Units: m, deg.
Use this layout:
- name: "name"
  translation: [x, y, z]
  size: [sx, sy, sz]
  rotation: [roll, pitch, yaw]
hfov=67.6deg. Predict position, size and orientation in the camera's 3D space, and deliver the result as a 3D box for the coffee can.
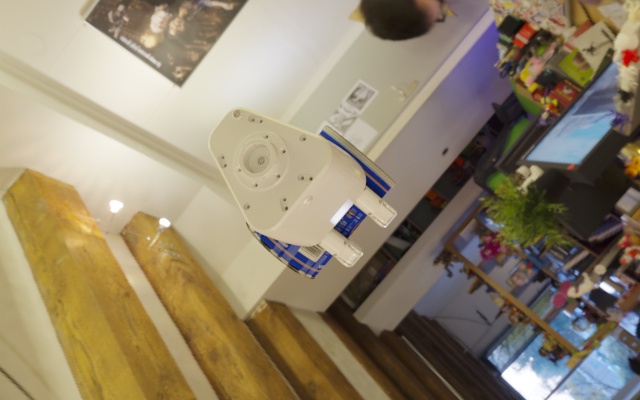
- name: "coffee can"
  translation: [0.000, 0.002, 0.537]
  size: [0.103, 0.140, 0.103]
  rotation: [40, 5, -4]
